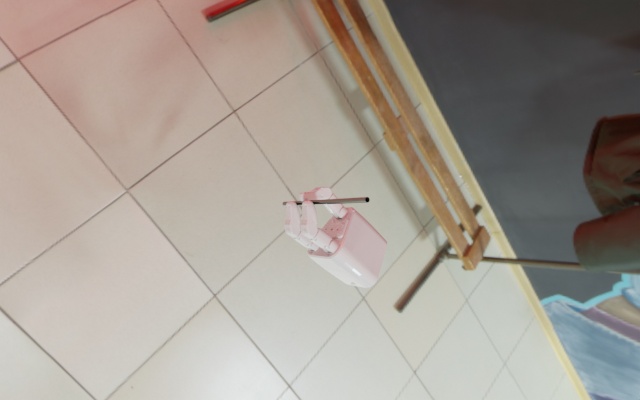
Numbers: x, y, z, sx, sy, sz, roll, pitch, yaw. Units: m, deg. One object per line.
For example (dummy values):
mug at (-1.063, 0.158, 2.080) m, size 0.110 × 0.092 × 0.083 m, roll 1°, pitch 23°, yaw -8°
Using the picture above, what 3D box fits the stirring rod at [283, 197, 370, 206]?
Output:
stirring rod at (0.000, 0.003, 0.775) m, size 0.011 × 0.011 × 0.239 m, roll 0°, pitch -2°, yaw -33°
